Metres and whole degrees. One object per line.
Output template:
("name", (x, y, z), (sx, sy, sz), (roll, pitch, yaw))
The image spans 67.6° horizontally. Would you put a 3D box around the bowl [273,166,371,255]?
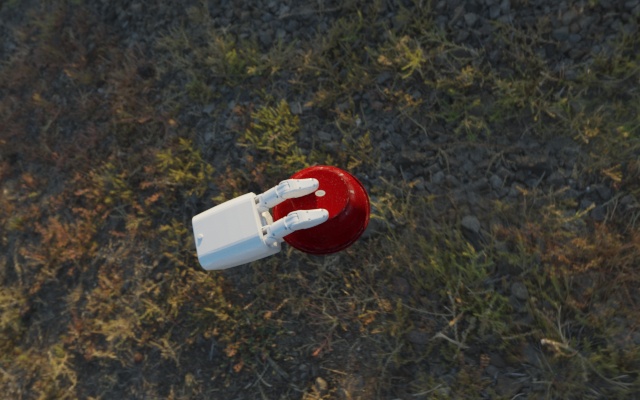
("bowl", (0.001, 0.002, 0.762), (0.162, 0.162, 0.055), (0, -26, 3))
